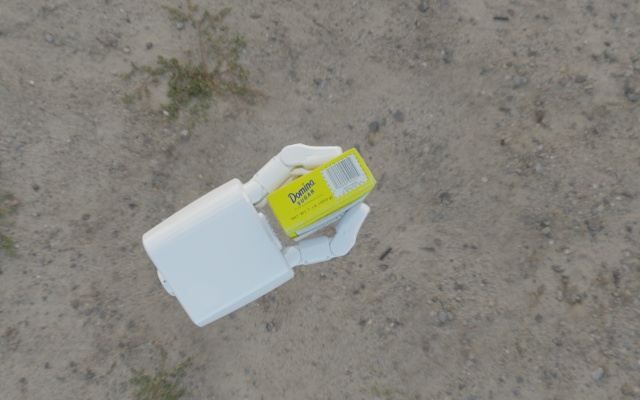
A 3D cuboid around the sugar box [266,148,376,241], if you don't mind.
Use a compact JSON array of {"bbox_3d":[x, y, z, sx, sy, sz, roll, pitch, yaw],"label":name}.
[{"bbox_3d":[0.000,0.001,0.502,0.093,0.048,0.176,-28,-4,-4],"label":"sugar box"}]
